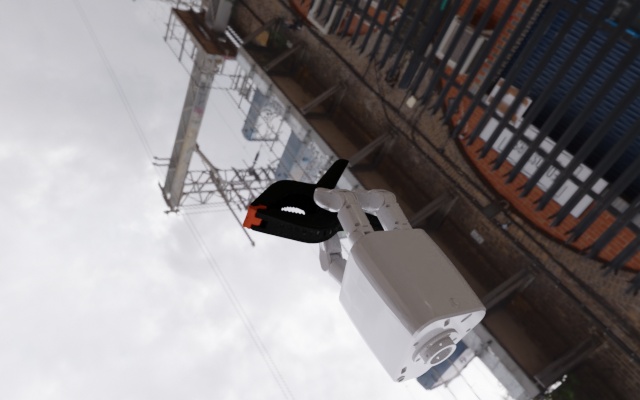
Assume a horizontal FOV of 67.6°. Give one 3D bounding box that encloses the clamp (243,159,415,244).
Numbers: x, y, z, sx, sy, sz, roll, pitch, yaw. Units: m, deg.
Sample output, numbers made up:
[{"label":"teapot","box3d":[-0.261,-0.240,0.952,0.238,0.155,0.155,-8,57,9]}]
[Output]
[{"label":"clamp","box3d":[-0.001,0.003,0.565,0.210,0.036,0.164,-1,39,-35]}]
